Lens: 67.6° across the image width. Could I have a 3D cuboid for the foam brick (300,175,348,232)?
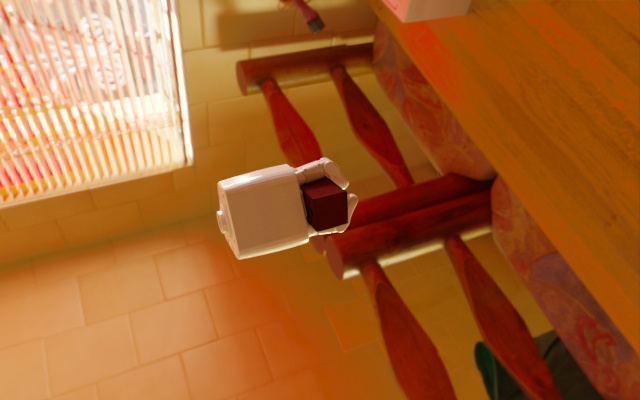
[{"bbox_3d":[0.000,0.002,0.692,0.051,0.053,0.078,-15,27,-20],"label":"foam brick"}]
